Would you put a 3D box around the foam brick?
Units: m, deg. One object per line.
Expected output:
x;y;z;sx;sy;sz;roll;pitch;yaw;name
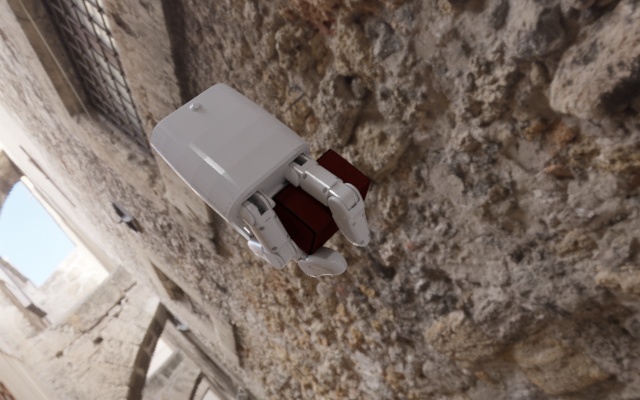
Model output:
0.000;0.001;0.440;0.078;0.051;0.053;-43;-17;-26;foam brick
